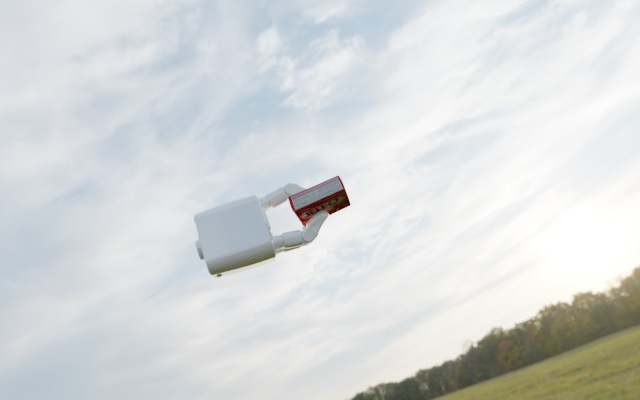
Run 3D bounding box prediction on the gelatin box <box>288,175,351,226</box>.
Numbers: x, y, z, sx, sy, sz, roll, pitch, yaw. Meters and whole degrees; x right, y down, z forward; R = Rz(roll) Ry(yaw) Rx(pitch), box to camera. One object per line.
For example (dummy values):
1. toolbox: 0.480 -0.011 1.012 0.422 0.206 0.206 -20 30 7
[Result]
1. gelatin box: 0.000 0.002 0.765 0.089 0.030 0.073 -24 -24 1
